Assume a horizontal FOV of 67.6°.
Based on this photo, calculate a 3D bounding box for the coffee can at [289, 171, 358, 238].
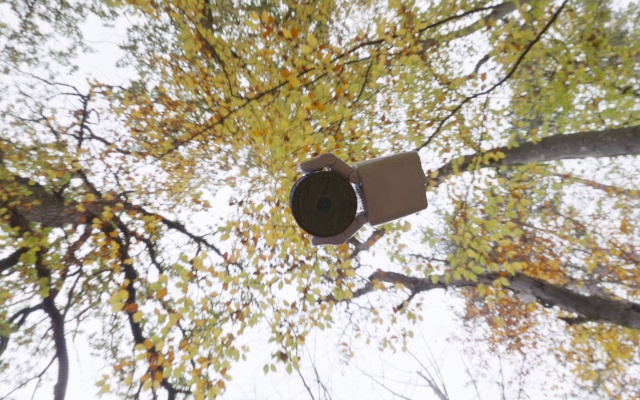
[{"bbox_3d":[0.000,0.003,0.797,0.103,0.103,0.140,0,3,-5],"label":"coffee can"}]
